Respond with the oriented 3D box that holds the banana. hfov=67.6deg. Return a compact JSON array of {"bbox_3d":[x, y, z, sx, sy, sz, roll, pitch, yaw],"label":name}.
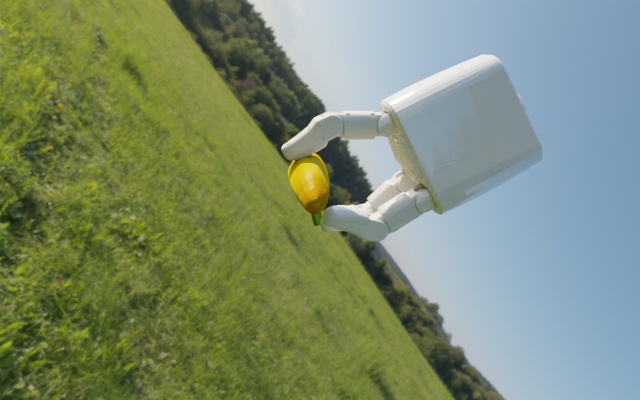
[{"bbox_3d":[-0.007,-0.015,0.475,0.037,0.069,0.198,-23,-6,0],"label":"banana"}]
